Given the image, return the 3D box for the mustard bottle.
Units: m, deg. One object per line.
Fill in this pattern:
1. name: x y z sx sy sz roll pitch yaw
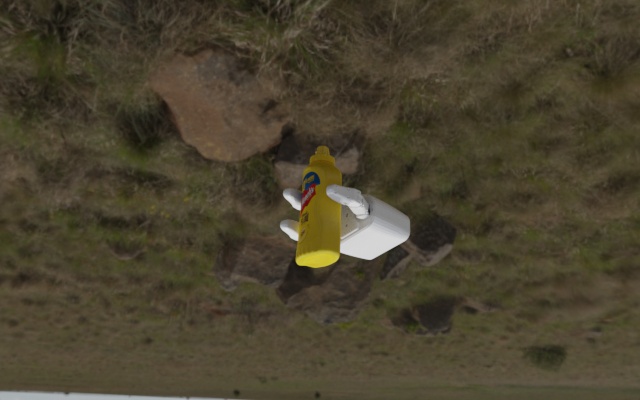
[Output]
1. mustard bottle: 0.000 0.003 0.748 0.058 0.191 0.096 11 -23 -18
